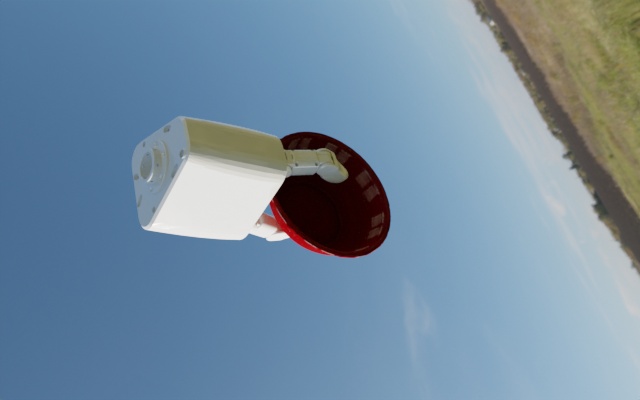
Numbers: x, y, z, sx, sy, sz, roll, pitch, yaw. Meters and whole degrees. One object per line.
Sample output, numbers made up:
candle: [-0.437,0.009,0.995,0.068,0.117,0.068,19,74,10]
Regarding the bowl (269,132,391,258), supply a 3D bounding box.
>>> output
bowl: [0.001,0.002,0.546,0.162,0.162,0.055,0,-30,-35]
